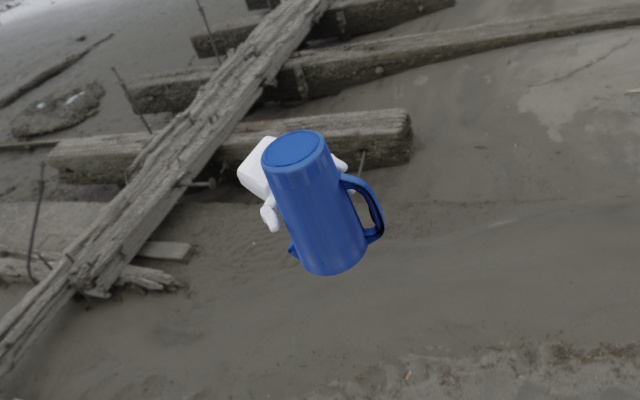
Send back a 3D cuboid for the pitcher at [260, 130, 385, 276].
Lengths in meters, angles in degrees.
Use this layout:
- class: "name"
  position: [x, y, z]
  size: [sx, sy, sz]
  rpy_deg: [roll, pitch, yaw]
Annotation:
- class: "pitcher"
  position: [0.000, 0.003, 0.812]
  size: [0.149, 0.243, 0.145]
  rpy_deg: [-40, 42, -20]
